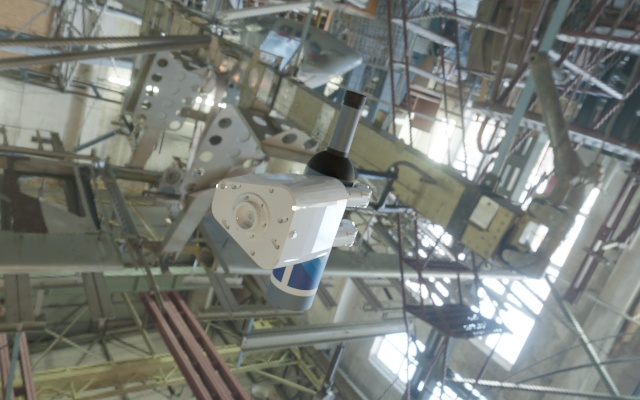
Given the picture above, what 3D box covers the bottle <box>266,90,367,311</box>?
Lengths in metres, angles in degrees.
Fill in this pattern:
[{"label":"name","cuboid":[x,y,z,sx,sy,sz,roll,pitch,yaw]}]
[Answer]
[{"label":"bottle","cuboid":[0.000,0.002,0.629,0.069,0.296,0.069,17,15,-5]}]
